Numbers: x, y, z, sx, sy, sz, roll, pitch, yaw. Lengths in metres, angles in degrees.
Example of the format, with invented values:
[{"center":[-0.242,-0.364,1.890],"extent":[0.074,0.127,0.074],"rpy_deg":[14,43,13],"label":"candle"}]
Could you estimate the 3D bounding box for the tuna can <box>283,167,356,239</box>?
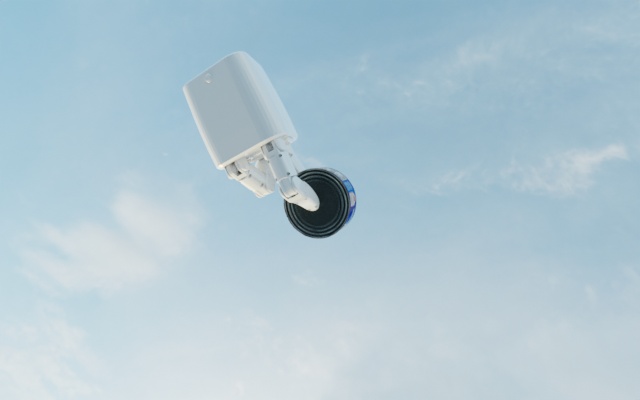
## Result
[{"center":[0.000,0.002,0.588],"extent":[0.086,0.086,0.033],"rpy_deg":[0,7,20],"label":"tuna can"}]
